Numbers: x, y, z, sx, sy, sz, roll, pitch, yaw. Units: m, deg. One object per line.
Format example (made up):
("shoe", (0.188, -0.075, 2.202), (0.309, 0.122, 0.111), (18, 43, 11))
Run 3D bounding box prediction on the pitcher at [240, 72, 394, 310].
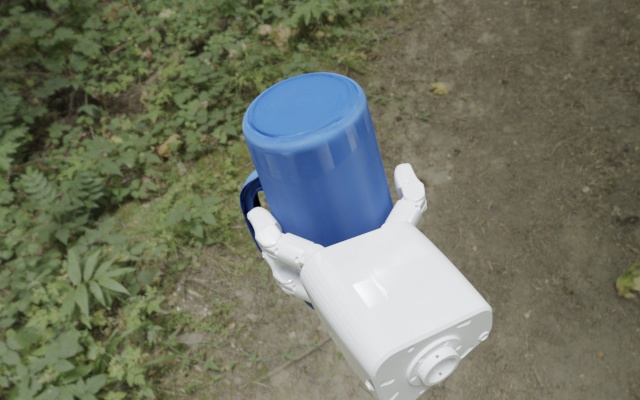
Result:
("pitcher", (0.000, 0.002, 0.482), (0.149, 0.243, 0.145), (-29, 45, -11))
